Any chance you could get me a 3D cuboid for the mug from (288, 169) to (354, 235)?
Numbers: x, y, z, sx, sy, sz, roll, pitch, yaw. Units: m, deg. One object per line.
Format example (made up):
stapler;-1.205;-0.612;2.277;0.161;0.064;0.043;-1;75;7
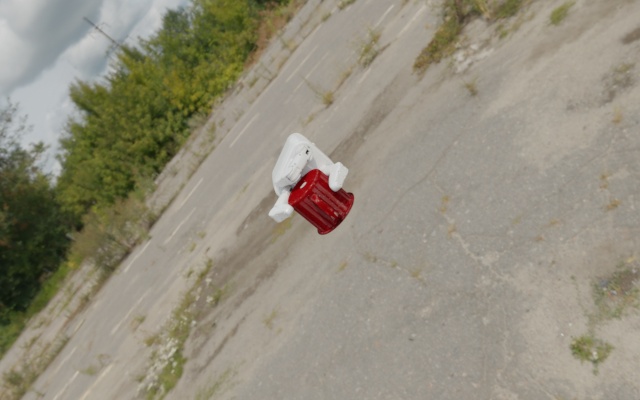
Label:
mug;0.000;0.003;0.814;0.081;0.093;0.117;39;6;-19
